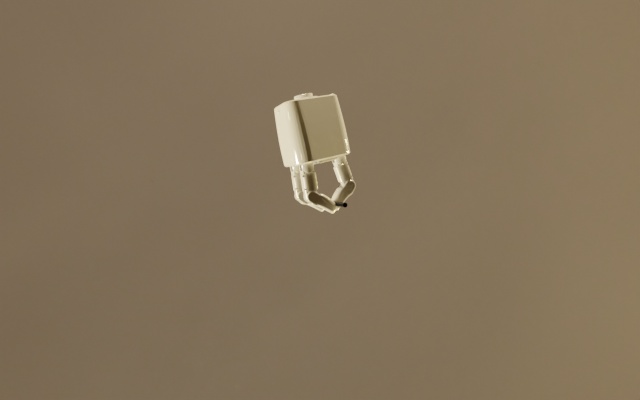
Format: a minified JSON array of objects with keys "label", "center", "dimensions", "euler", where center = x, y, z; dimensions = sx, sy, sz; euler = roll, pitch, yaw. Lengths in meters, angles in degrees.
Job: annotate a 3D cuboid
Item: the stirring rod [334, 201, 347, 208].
[{"label":"stirring rod","center":[0.000,0.003,0.887],"dimensions":[0.011,0.011,0.239],"euler":[0,2,-19]}]
